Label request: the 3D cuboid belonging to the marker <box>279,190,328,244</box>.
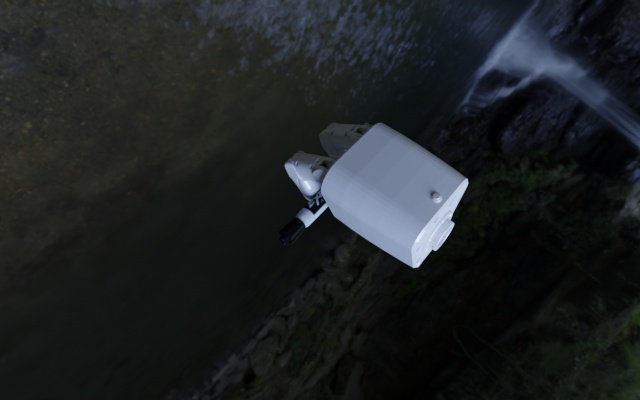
[{"bbox_3d":[0.000,0.002,0.505,0.121,0.020,0.020,-46,22,-23],"label":"marker"}]
